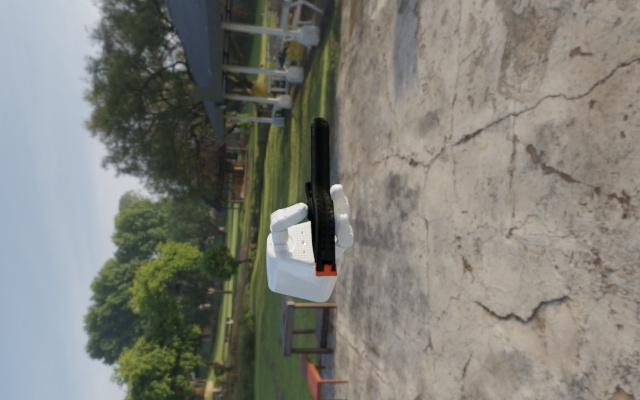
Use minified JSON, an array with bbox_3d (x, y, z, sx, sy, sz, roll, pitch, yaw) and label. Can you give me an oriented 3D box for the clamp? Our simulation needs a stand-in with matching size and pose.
[{"bbox_3d":[-0.001,0.003,0.659,0.036,0.209,0.165,-2,-40,-6],"label":"clamp"}]
